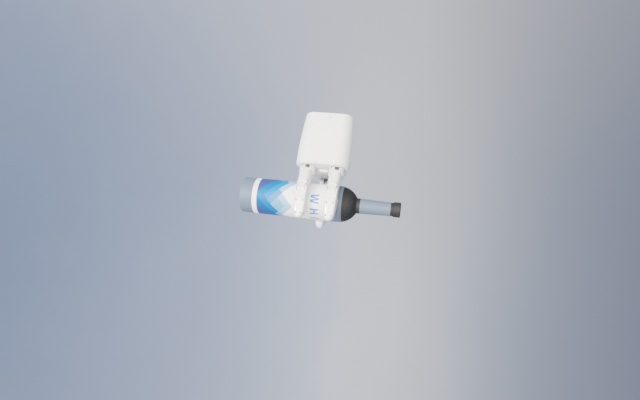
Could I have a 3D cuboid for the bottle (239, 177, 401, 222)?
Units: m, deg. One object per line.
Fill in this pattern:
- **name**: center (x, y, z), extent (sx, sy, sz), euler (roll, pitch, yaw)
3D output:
- **bottle**: center (0.000, 0.003, 0.886), extent (0.295, 0.069, 0.069), euler (6, 1, 10)
